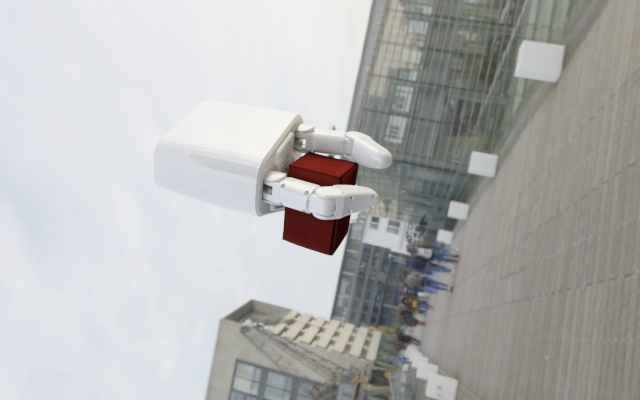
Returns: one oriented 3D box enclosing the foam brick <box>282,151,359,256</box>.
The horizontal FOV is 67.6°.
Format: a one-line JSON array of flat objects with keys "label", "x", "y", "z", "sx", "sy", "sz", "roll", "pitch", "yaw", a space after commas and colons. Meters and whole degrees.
[{"label": "foam brick", "x": 0.000, "y": 0.002, "z": 0.448, "sx": 0.051, "sy": 0.078, "sz": 0.053, "roll": 14, "pitch": 24, "yaw": 15}]
